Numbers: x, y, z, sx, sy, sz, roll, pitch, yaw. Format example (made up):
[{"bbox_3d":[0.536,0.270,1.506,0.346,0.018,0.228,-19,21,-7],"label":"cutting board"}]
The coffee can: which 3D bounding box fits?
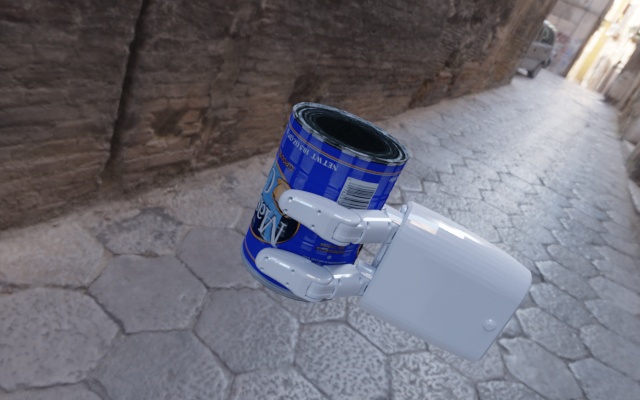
[{"bbox_3d":[0.000,0.001,0.415,0.103,0.140,0.102,19,25,-9],"label":"coffee can"}]
